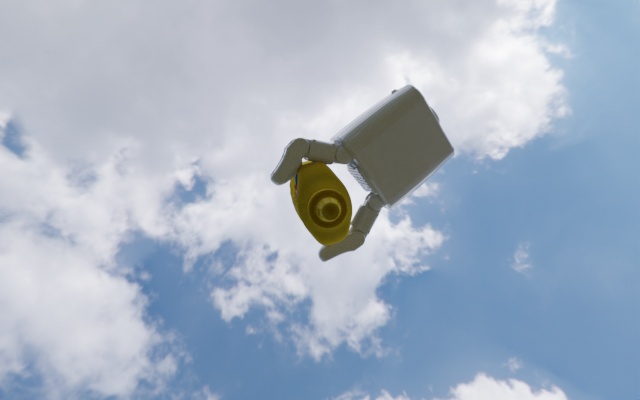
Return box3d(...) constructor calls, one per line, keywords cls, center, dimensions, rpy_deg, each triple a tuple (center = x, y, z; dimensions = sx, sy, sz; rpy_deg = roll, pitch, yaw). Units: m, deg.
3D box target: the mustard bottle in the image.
box3d(cls="mustard bottle", center=(0.000, 0.002, 0.557), dimensions=(0.058, 0.096, 0.191), rpy_deg=(-15, 7, -5))
